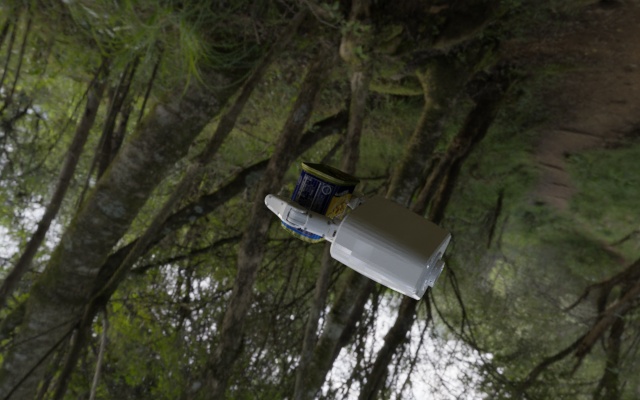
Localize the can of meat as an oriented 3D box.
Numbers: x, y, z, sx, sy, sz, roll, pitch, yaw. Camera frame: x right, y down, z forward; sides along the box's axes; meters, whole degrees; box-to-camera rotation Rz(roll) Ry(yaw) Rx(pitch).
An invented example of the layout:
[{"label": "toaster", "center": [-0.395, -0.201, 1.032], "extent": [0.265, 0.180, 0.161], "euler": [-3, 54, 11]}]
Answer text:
[{"label": "can of meat", "center": [0.000, 0.002, 0.603], "extent": [0.057, 0.084, 0.102], "euler": [26, 11, 18]}]
